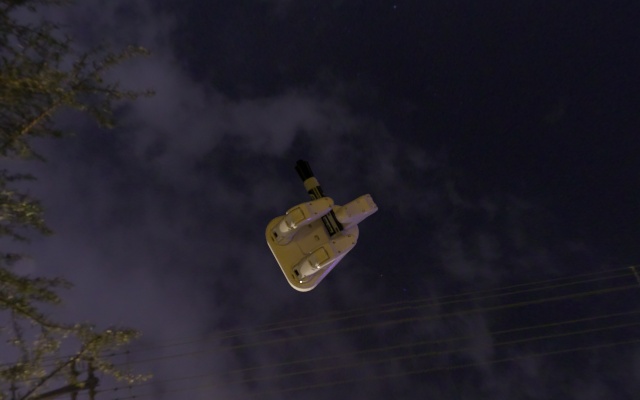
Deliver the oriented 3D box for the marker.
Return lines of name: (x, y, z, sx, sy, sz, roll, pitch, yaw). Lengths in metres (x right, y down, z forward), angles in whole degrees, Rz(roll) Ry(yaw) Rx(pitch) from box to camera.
marker: (0.000, 0.002, 0.595, 0.020, 0.121, 0.020, -27, -12, -6)
